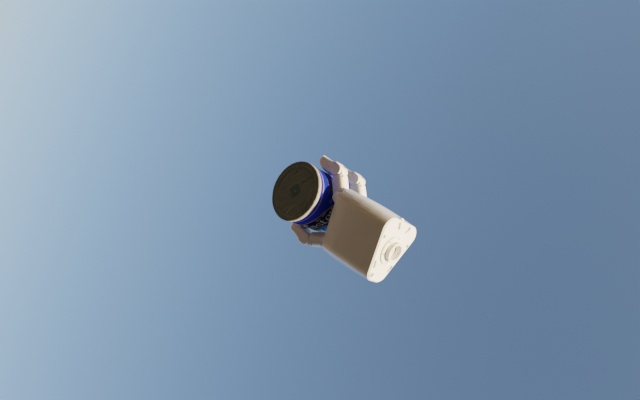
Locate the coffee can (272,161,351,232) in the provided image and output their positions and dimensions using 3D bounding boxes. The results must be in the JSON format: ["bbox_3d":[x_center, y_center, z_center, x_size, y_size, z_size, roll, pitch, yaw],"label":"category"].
[{"bbox_3d":[0.000,0.003,0.834,0.103,0.102,0.140,0,-16,39],"label":"coffee can"}]
